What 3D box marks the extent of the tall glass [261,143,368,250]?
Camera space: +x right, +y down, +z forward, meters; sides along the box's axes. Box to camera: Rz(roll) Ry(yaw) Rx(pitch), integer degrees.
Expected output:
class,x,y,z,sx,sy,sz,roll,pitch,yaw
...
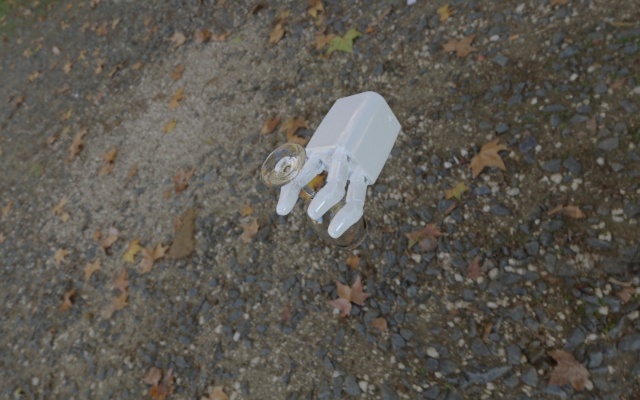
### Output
class,x,y,z,sx,sy,sz,roll,pitch,yaw
tall glass,0.000,0.002,0.711,0.079,0.079,0.201,0,-31,36
